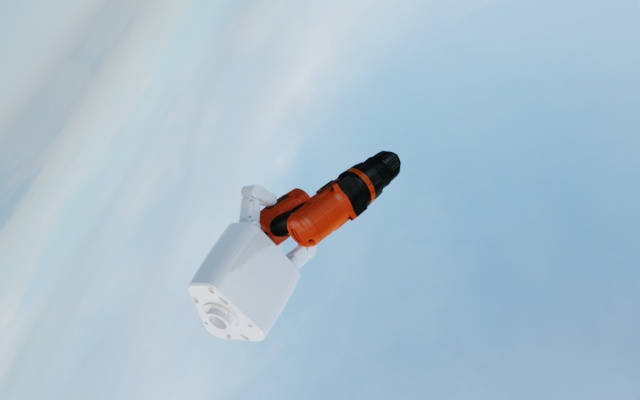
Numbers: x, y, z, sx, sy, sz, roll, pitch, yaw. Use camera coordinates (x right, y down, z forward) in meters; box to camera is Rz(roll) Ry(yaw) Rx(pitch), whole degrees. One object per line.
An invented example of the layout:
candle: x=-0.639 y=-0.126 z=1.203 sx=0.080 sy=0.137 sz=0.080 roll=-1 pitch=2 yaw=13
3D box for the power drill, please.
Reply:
power drill: x=0.000 y=0.002 z=0.637 sx=0.184 sy=0.057 sz=0.188 roll=-35 pitch=8 yaw=-32
